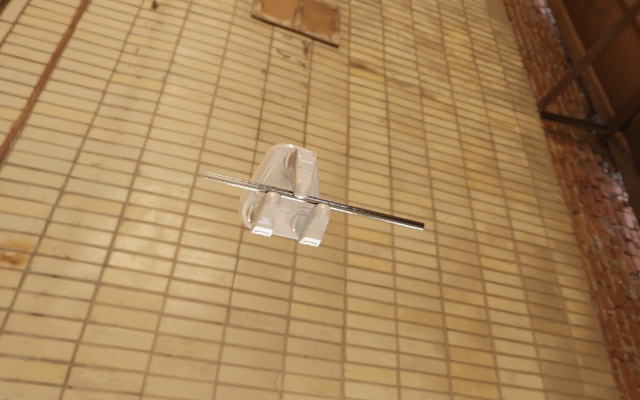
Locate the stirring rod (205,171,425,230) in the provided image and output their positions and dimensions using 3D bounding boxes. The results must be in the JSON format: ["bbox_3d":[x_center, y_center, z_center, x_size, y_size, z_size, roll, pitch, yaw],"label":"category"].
[{"bbox_3d":[0.000,0.002,0.502,0.239,0.011,0.011,13,-3,-14],"label":"stirring rod"}]
